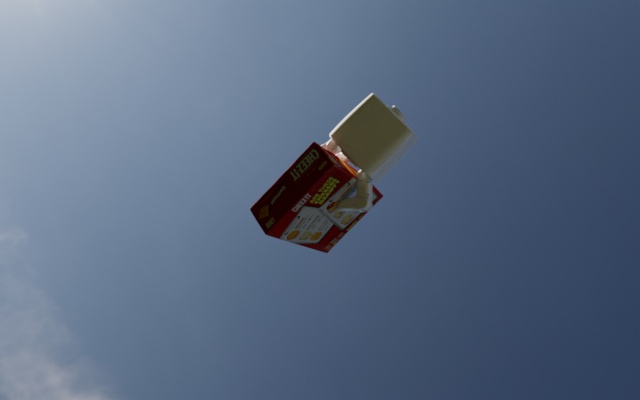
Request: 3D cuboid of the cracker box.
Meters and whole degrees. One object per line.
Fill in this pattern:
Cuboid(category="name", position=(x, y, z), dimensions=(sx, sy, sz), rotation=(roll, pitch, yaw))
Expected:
Cuboid(category="cracker box", position=(0.000, 0.003, 0.863), dimensions=(0.072, 0.164, 0.214), rotation=(51, 13, 30))
